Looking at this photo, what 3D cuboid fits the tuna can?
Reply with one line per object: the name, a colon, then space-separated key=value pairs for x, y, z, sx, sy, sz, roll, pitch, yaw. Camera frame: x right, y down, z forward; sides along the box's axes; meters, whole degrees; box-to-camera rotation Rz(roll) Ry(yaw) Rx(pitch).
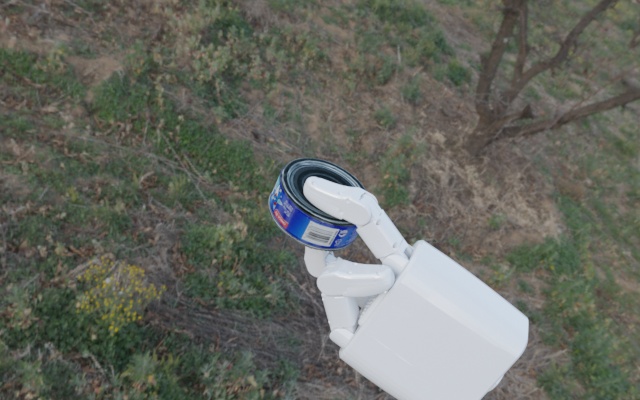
tuna can: x=0.000 y=0.001 z=0.417 sx=0.086 sy=0.034 sz=0.086 roll=17 pitch=38 yaw=-14
